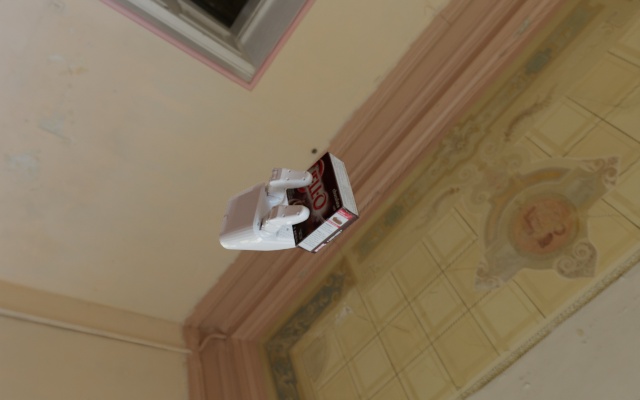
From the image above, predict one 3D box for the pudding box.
[{"bbox_3d":[0.000,0.002,0.645,0.039,0.113,0.090,27,-57,-36],"label":"pudding box"}]
